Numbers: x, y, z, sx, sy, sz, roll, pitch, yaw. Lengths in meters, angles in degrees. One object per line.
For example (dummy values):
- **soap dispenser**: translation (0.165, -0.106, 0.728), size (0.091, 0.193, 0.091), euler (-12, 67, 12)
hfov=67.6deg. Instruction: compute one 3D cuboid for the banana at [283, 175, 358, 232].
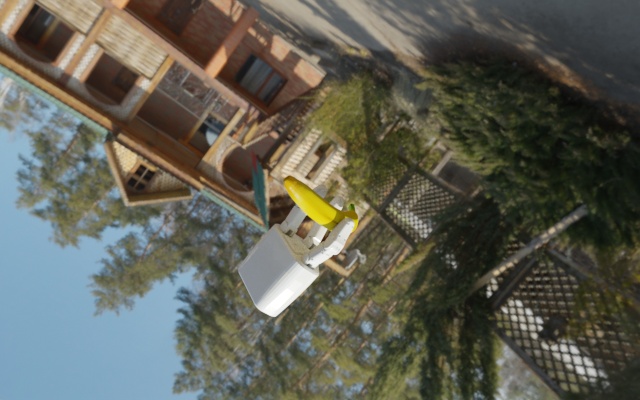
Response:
- **banana**: translation (0.011, 0.016, 0.754), size (0.037, 0.069, 0.198), euler (-43, -33, 15)
